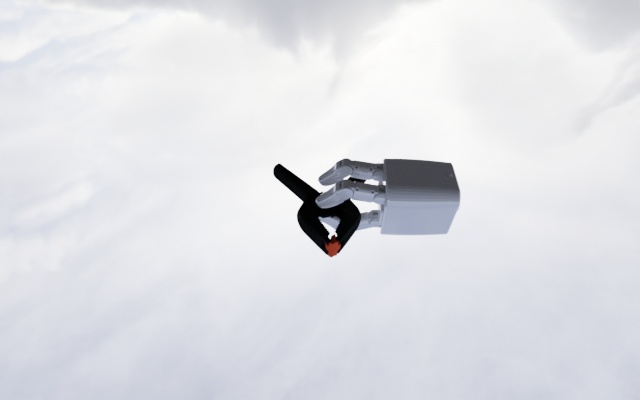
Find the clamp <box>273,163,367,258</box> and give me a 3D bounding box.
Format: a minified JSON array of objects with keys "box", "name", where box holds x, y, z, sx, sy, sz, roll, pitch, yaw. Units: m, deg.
[{"box":[0.000,0.003,0.732,0.164,0.036,0.209,2,38,1],"name":"clamp"}]
